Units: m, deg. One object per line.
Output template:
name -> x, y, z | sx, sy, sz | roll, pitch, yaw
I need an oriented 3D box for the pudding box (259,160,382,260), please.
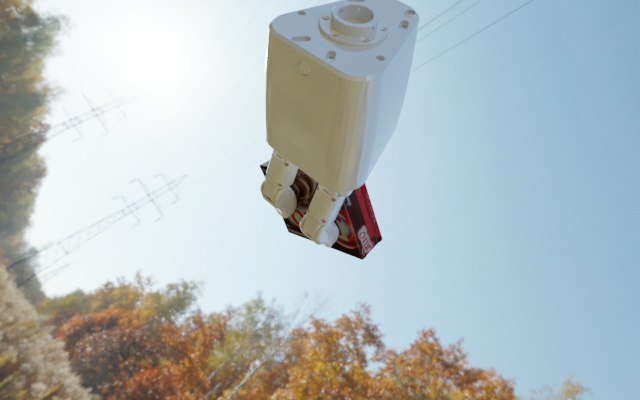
pudding box -> 0.000, 0.001, 0.472 | 0.039, 0.090, 0.113 | -38, 35, -28
